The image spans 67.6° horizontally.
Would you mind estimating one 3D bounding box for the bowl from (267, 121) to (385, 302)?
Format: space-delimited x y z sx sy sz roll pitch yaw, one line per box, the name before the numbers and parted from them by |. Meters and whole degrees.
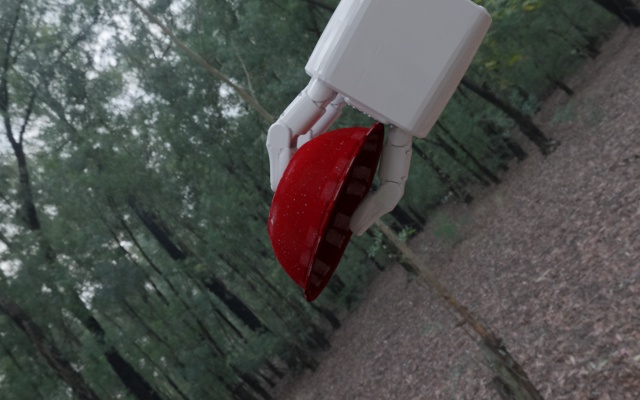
bowl | -0.001 0.002 0.408 0.055 0.162 0.162 22 4 12
